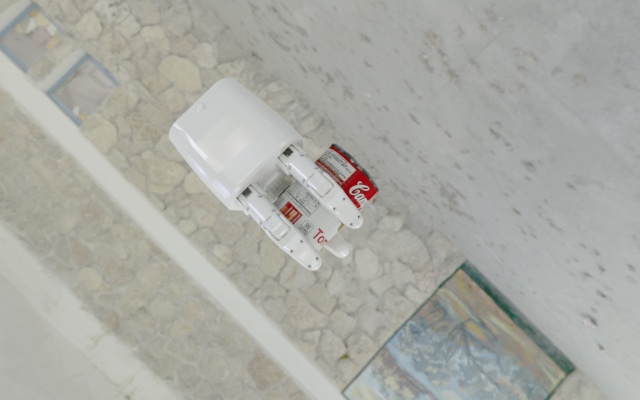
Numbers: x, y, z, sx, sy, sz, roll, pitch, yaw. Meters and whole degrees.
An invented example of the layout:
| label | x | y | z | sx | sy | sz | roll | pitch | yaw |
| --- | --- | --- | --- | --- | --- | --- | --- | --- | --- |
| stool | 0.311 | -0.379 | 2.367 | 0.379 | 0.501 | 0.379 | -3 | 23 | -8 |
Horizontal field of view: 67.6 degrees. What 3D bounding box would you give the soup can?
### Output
| label | x | y | z | sx | sy | sz | roll | pitch | yaw |
| --- | --- | --- | --- | --- | --- | --- | --- | --- | --- |
| soup can | 0.000 | 0.002 | 0.481 | 0.102 | 0.068 | 0.068 | -45 | -3 | -3 |
